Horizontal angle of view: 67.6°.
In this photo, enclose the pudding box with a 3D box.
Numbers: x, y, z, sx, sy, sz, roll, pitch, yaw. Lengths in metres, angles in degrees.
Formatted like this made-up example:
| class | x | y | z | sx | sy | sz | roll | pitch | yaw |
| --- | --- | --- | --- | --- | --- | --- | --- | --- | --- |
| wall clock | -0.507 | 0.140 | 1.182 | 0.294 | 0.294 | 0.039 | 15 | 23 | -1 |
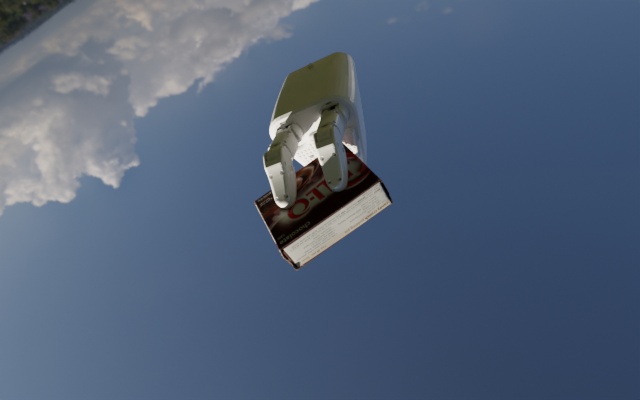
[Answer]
| class | x | y | z | sx | sy | sz | roll | pitch | yaw |
| --- | --- | --- | --- | --- | --- | --- | --- | --- | --- |
| pudding box | 0.000 | 0.002 | 0.464 | 0.113 | 0.039 | 0.090 | -37 | 36 | 0 |
